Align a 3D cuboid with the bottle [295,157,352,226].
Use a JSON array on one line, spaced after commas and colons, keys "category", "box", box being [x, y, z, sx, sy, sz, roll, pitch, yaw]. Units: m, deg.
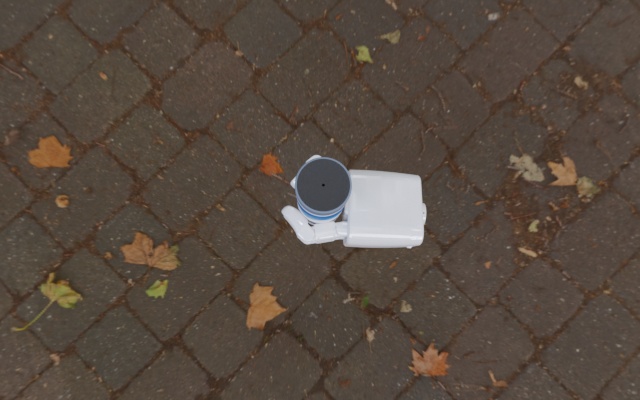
[{"category": "bottle", "box": [0.000, 0.002, 0.695, 0.069, 0.069, 0.296, 0, -8, -1]}]
